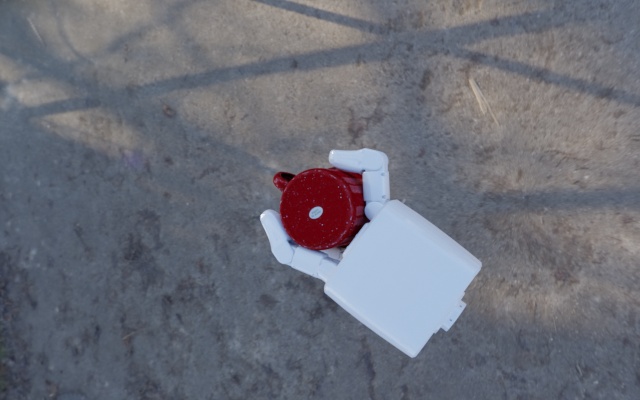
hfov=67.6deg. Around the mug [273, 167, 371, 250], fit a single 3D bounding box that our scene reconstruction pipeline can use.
[{"bbox_3d":[-0.001,0.001,0.504,0.117,0.093,0.081,35,13,18],"label":"mug"}]
